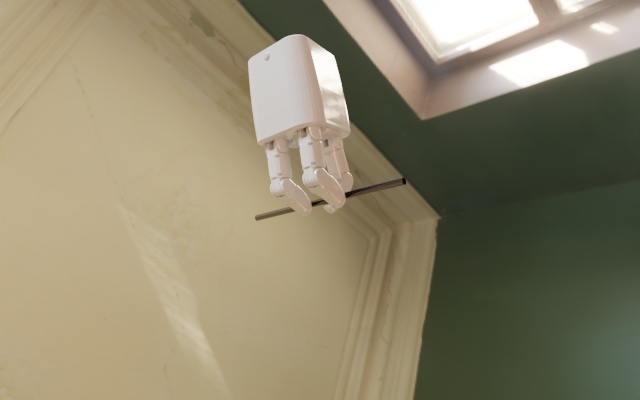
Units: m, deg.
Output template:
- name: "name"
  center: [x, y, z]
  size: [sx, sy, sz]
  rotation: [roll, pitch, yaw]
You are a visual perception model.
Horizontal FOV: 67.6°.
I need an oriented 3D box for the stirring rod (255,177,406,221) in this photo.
- name: "stirring rod"
  center: [0.000, 0.002, 0.580]
  size: [0.239, 0.011, 0.011]
  rotation: [-14, -10, 41]
